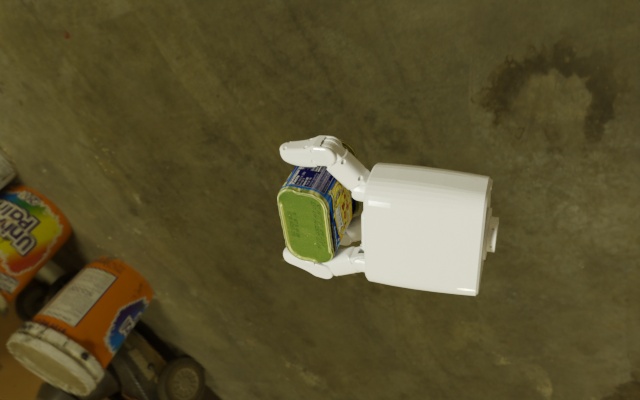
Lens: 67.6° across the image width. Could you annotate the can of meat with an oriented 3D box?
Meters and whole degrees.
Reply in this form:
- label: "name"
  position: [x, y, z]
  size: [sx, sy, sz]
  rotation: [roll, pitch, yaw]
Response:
- label: "can of meat"
  position: [0.000, 0.002, 0.487]
  size: [0.057, 0.102, 0.084]
  rotation: [9, 44, 19]
